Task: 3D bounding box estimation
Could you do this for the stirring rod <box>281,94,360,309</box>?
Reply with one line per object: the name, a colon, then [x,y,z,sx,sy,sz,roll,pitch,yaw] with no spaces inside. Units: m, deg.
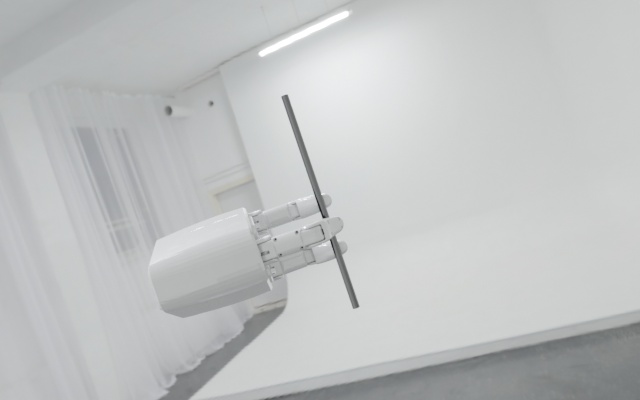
stirring rod: [0.000,0.002,0.513,0.011,0.239,0.011,-19,1,0]
